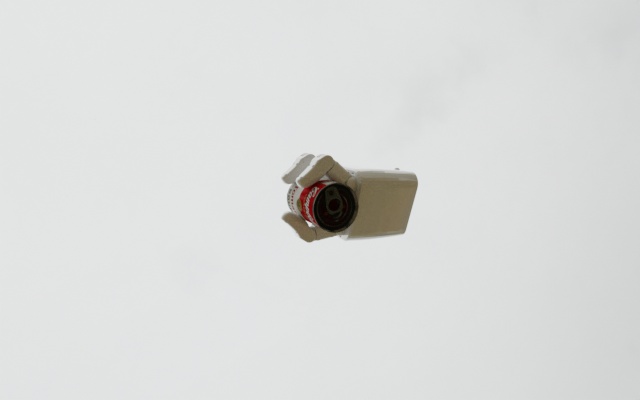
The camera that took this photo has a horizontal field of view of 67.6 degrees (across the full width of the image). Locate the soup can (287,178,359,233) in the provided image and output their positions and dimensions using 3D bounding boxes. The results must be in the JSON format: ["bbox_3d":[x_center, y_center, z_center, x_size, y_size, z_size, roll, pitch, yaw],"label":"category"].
[{"bbox_3d":[0.000,0.002,0.680,0.068,0.068,0.102,0,9,-25],"label":"soup can"}]
